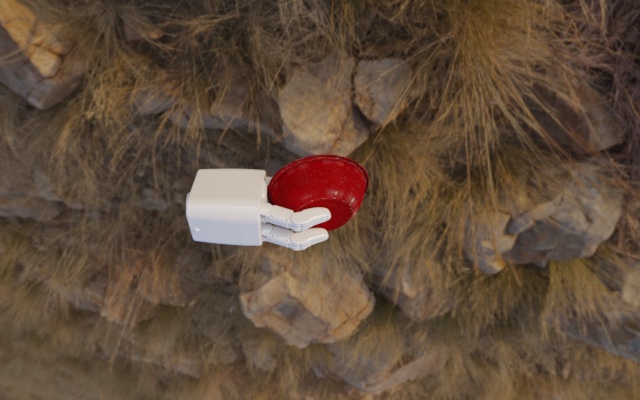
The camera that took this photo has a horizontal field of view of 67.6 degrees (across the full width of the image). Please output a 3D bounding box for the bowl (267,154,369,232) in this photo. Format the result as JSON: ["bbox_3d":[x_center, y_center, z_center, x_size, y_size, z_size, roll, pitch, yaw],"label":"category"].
[{"bbox_3d":[0.001,0.002,0.733,0.162,0.055,0.162,-7,-36,-5],"label":"bowl"}]
